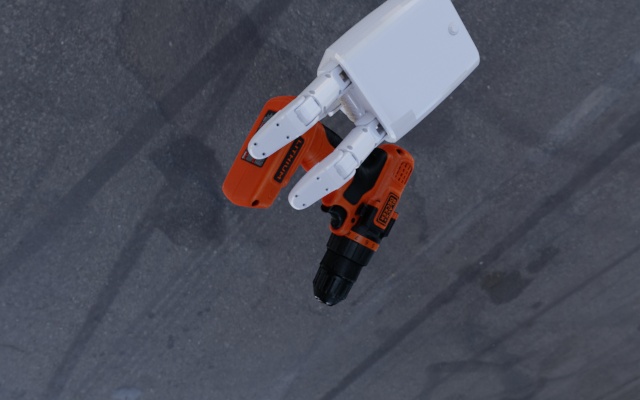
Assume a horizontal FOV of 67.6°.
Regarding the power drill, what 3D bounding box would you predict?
[{"bbox_3d":[0.000,0.001,0.463,0.057,0.184,0.188,21,-6,45],"label":"power drill"}]
